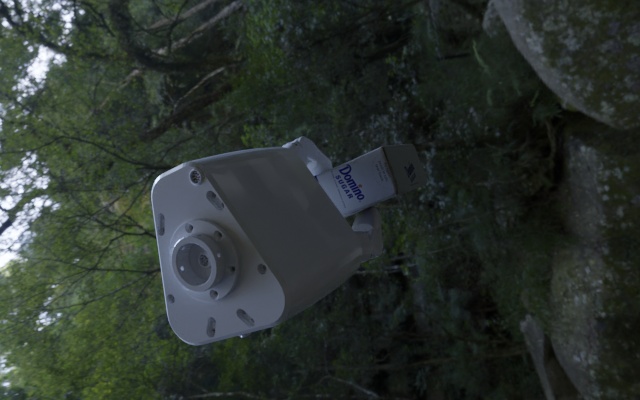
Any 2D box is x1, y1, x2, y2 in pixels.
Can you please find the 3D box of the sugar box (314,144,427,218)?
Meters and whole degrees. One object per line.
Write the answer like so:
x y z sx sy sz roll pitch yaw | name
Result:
0.000 0.002 0.432 0.176 0.048 0.093 -20 -1 27 | sugar box
